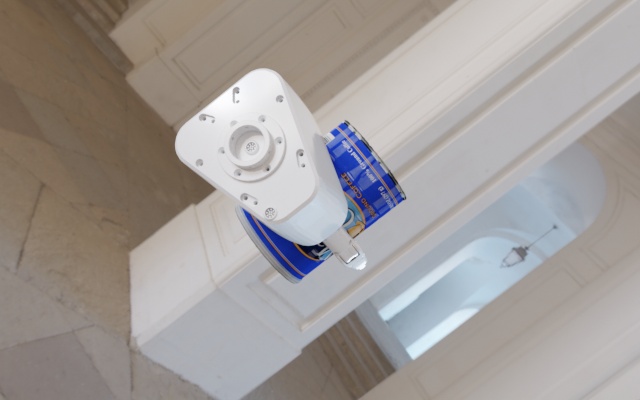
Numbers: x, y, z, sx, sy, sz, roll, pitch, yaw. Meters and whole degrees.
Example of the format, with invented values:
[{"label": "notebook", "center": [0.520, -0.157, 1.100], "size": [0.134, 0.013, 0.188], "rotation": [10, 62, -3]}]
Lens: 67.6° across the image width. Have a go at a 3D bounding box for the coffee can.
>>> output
[{"label": "coffee can", "center": [0.000, 0.002, 0.486], "size": [0.140, 0.103, 0.103], "rotation": [-38, -2, 2]}]
